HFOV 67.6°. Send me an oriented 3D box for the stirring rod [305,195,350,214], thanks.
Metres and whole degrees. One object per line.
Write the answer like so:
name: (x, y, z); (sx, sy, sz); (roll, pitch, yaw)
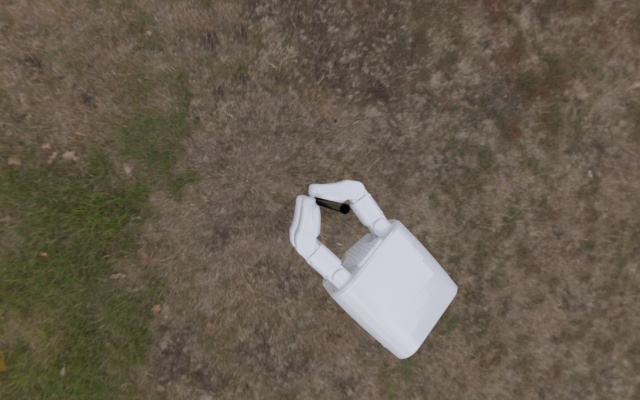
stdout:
stirring rod: (0.000, 0.002, 0.477); (0.011, 0.011, 0.239); (0, 2, -9)
